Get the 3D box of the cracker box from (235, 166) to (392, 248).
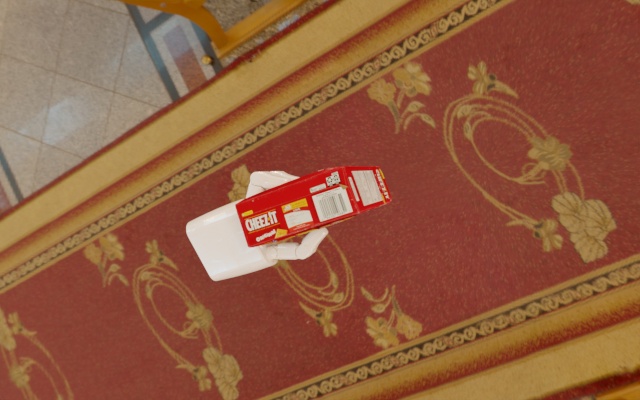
[{"bbox_3d":[0.000,0.003,0.707,0.164,0.072,0.213,-19,-2,19],"label":"cracker box"}]
